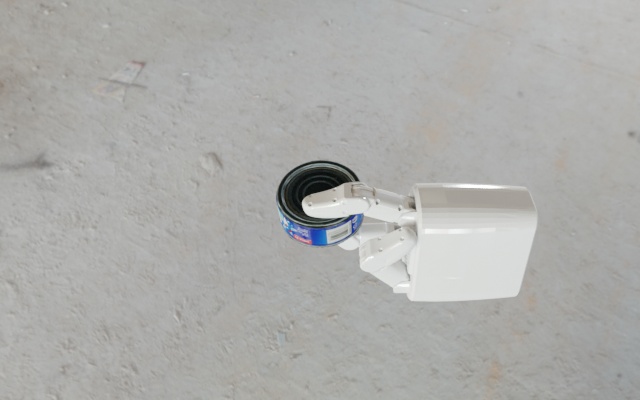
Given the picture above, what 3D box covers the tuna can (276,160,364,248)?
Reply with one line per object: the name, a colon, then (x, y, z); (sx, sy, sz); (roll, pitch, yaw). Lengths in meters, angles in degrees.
tuna can: (0.000, 0.001, 0.466); (0.086, 0.086, 0.034); (0, -39, 5)
